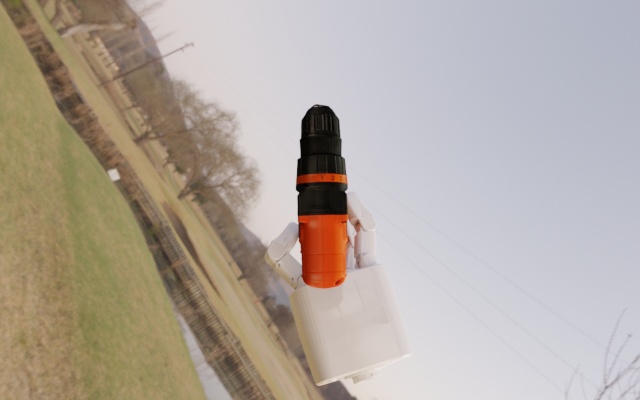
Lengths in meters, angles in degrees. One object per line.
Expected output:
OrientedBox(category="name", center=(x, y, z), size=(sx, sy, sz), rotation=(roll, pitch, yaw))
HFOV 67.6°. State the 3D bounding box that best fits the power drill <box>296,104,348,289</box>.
OrientedBox(category="power drill", center=(0.000, 0.002, 0.546), size=(0.057, 0.184, 0.187), rotation=(0, -6, 1))
